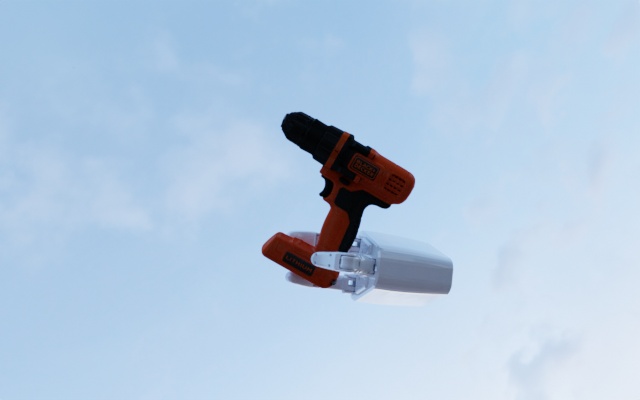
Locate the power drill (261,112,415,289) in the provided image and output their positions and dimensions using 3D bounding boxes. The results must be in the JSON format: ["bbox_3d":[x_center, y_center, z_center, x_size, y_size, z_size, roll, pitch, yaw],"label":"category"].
[{"bbox_3d":[0.000,0.003,0.608,0.184,0.188,0.057,30,11,1],"label":"power drill"}]
